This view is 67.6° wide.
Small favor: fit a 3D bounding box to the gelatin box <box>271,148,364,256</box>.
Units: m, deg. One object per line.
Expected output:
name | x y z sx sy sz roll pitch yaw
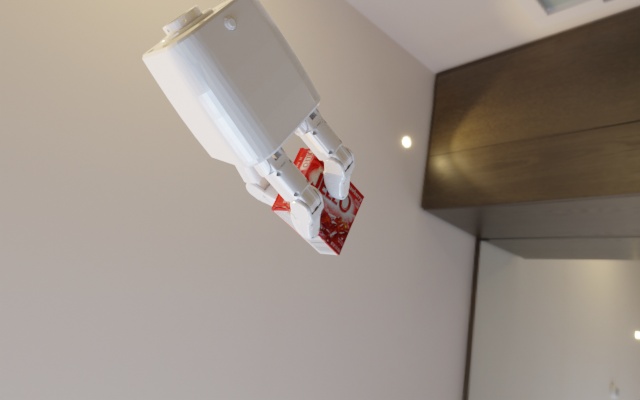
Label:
gelatin box | 0.000 0.002 0.475 0.030 0.073 0.089 1 -33 42
